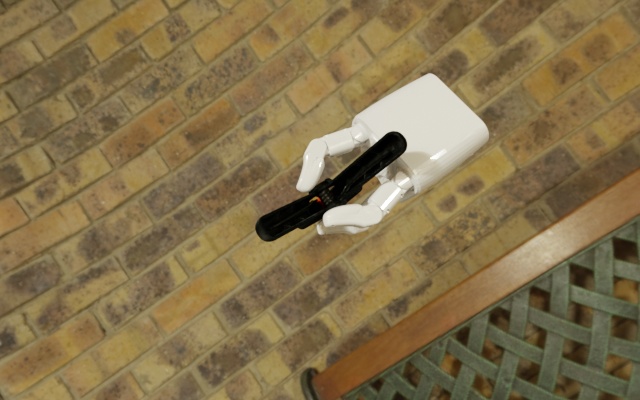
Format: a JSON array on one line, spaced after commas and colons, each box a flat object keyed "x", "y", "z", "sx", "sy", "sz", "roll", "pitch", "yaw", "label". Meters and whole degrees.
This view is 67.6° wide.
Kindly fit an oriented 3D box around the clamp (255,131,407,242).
[{"x": 0.000, "y": 0.001, "z": 0.527, "sx": 0.164, "sy": 0.036, "sz": 0.210, "roll": -32, "pitch": -5, "yaw": -12, "label": "clamp"}]
